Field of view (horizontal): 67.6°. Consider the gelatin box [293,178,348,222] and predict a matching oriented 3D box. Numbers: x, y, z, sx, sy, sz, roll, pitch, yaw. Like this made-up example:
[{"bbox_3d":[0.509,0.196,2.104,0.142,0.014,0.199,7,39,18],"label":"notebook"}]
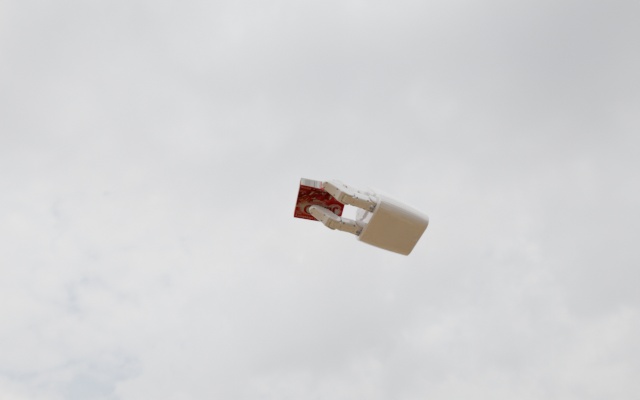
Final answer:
[{"bbox_3d":[0.000,0.003,0.874,0.089,0.073,0.030,10,32,-5],"label":"gelatin box"}]
